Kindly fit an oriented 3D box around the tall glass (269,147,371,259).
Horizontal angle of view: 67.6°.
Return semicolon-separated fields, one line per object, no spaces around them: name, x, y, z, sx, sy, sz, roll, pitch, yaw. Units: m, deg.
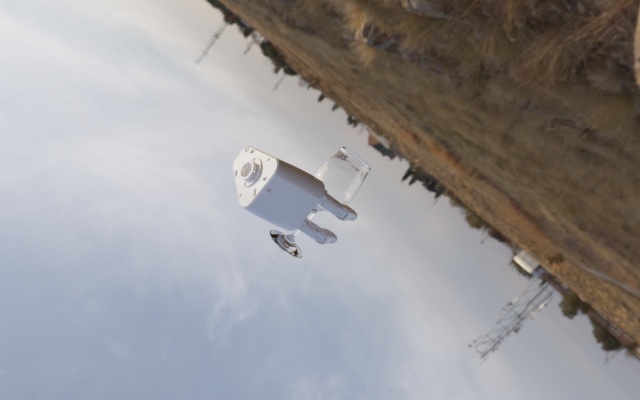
tall glass;0.000;0.003;0.830;0.079;0.201;0.079;38;12;-9
